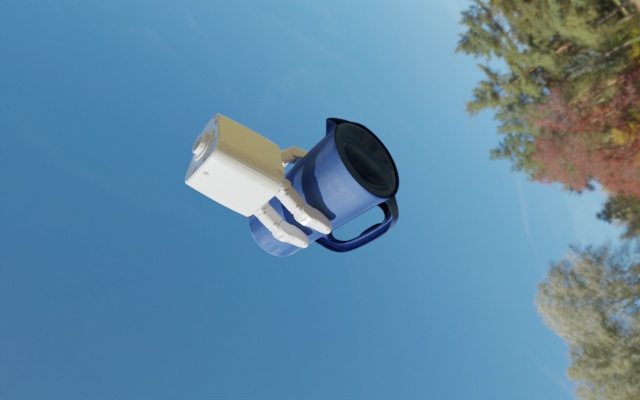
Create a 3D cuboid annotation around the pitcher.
[{"bbox_3d":[0.000,0.002,0.751,0.145,0.149,0.243,27,-46,-31],"label":"pitcher"}]
